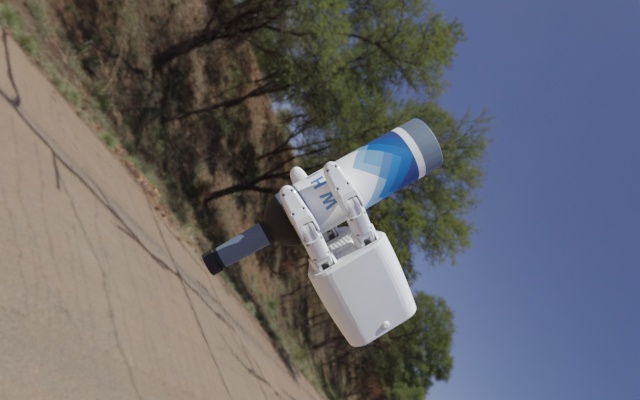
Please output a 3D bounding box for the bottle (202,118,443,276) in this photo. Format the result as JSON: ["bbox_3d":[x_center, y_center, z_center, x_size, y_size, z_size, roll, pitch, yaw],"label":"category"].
[{"bbox_3d":[0.000,0.002,0.556,0.295,0.069,0.069,-29,4,-7],"label":"bottle"}]
